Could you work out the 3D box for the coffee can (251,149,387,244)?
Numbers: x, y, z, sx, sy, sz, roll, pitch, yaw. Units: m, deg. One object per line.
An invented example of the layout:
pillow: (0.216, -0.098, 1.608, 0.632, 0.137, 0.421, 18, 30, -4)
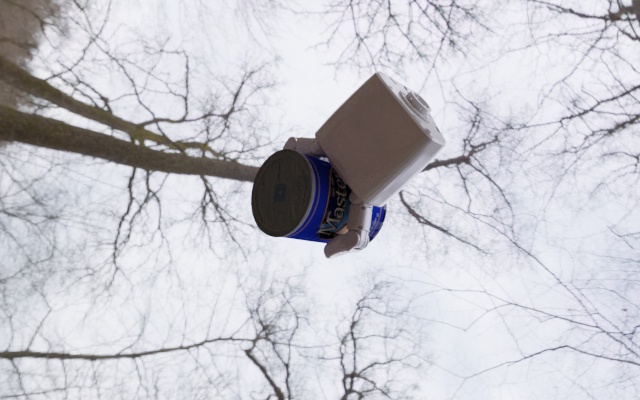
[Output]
coffee can: (0.000, 0.002, 0.593, 0.103, 0.103, 0.140, 0, -9, 43)
